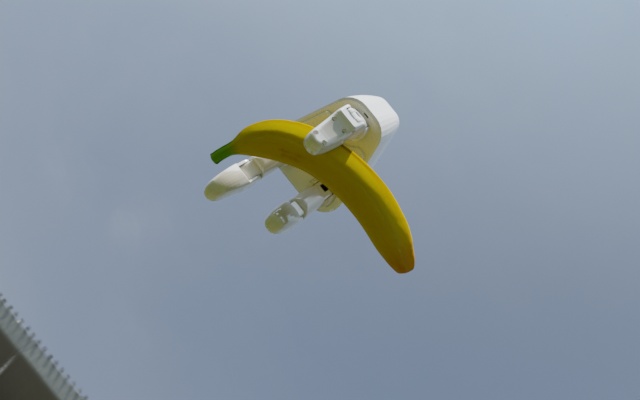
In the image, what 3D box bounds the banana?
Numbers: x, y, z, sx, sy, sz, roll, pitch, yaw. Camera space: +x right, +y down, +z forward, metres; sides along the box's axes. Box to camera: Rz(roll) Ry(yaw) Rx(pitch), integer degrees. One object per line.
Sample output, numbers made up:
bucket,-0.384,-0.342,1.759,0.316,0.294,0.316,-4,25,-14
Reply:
banana,0.006,-0.016,0.404,0.198,0.070,0.037,31,15,8
